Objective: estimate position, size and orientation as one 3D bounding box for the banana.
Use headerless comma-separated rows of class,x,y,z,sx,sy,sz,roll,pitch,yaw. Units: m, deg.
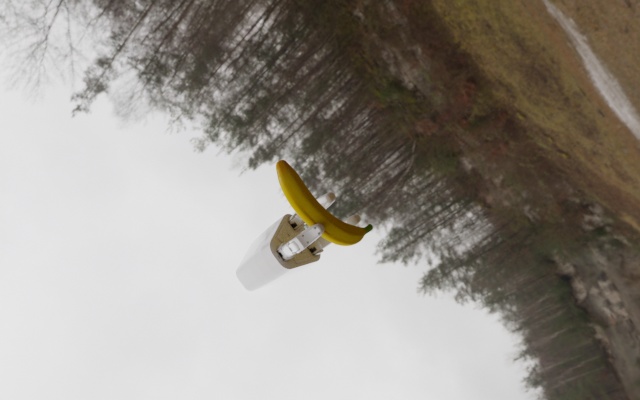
banana,-0.001,0.017,0.749,0.198,0.069,0.037,38,-50,-20
